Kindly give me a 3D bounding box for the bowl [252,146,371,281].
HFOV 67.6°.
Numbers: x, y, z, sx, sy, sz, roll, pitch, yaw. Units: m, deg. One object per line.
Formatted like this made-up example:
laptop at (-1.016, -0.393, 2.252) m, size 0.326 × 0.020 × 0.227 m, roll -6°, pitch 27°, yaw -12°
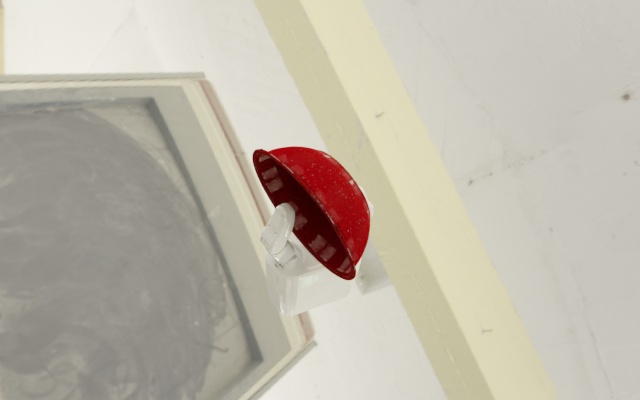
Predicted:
bowl at (0.001, 0.001, 0.485) m, size 0.055 × 0.162 × 0.162 m, roll -37°, pitch 12°, yaw -16°
